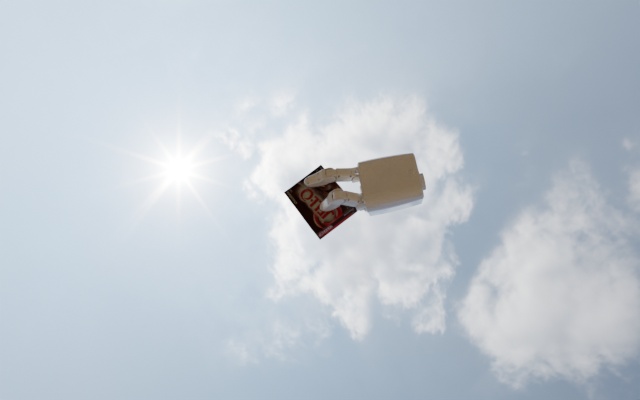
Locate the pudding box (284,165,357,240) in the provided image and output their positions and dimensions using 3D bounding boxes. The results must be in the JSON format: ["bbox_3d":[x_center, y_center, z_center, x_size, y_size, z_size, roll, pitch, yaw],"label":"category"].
[{"bbox_3d":[0.000,0.003,0.892,0.090,0.113,0.039,-37,-28,-5],"label":"pudding box"}]
